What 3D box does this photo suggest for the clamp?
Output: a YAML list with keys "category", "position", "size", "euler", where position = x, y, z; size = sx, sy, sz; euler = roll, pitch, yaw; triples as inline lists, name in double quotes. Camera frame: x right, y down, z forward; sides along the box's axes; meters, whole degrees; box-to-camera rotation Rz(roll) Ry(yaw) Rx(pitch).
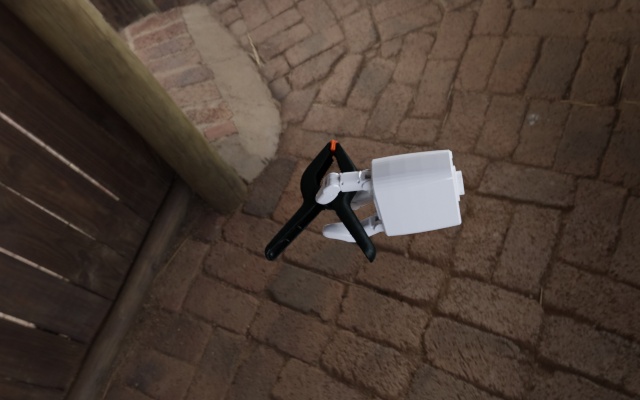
- category: "clamp"
  position: [0.000, 0.001, 0.718]
  size: [0.164, 0.209, 0.036]
  euler: [-7, -32, 14]
